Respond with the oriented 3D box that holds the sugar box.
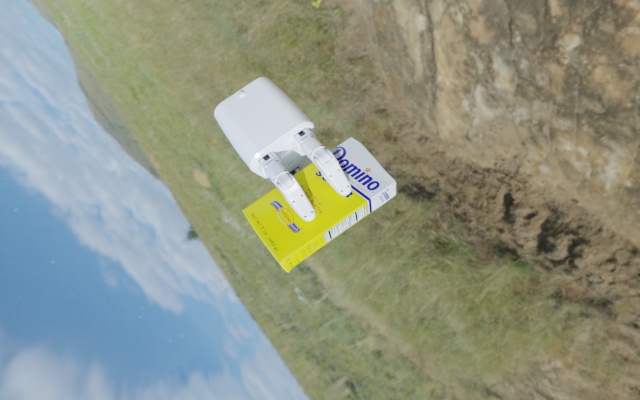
[{"bbox_3d":[0.000,0.002,0.608,0.176,0.093,0.048,-36,-25,-7],"label":"sugar box"}]
